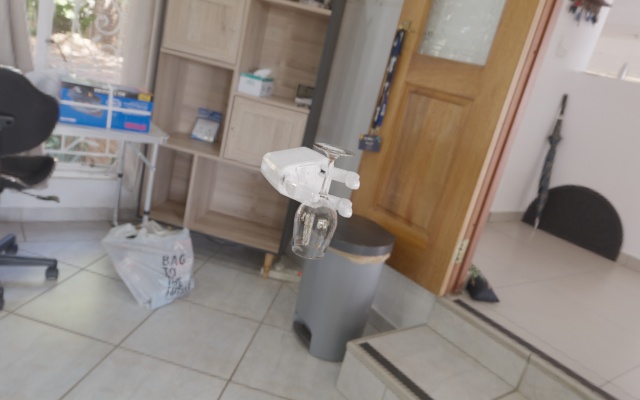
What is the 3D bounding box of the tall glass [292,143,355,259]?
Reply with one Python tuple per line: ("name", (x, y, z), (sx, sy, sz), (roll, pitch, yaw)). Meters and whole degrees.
("tall glass", (0.000, 0.002, 0.859), (0.079, 0.201, 0.079), (13, 16, -4))
